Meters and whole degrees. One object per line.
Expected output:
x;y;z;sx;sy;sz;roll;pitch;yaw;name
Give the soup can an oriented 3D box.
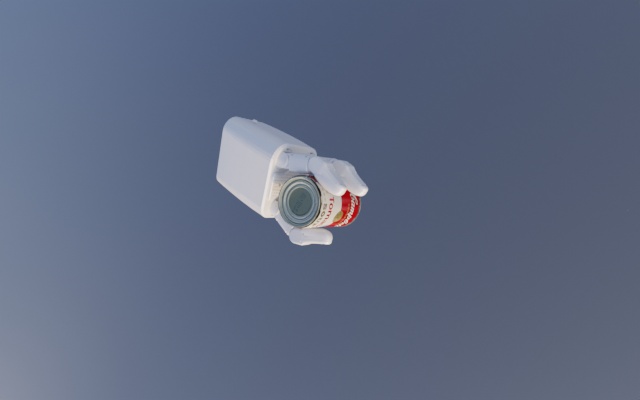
0.000;0.002;0.632;0.068;0.068;0.102;0;-1;33;soup can
